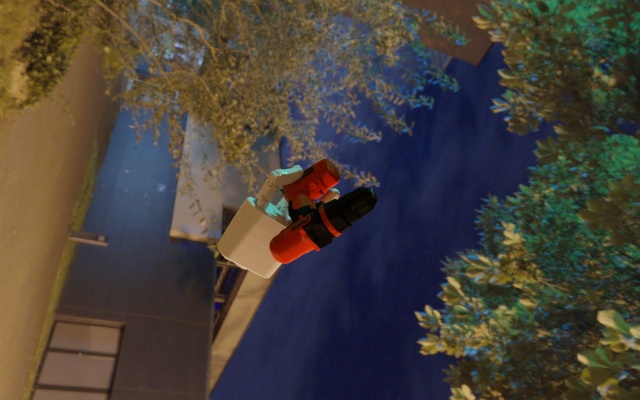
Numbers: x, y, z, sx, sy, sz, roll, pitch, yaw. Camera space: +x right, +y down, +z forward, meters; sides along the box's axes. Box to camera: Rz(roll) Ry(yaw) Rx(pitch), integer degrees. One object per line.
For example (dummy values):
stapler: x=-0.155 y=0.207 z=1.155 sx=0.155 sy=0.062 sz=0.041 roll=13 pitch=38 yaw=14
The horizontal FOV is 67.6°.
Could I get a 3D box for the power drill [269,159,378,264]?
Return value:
power drill: x=0.000 y=0.002 z=0.776 sx=0.184 sy=0.057 sz=0.187 roll=-30 pitch=25 yaw=14
